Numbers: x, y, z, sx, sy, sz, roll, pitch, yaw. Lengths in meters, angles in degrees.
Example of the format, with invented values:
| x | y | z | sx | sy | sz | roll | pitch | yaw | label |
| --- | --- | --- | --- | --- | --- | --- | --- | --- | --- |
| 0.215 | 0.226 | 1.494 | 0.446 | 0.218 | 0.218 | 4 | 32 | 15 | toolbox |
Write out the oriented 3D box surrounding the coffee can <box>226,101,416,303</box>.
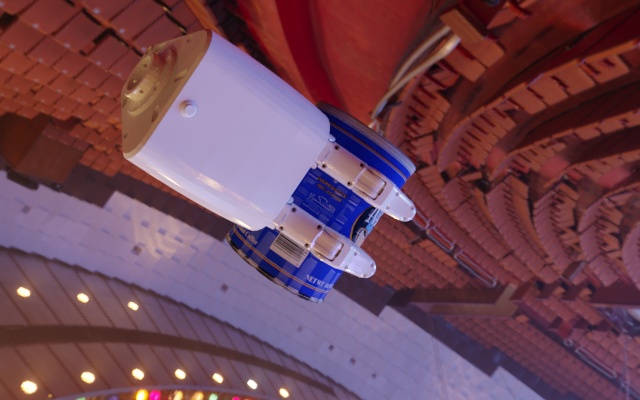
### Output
| x | y | z | sx | sy | sz | roll | pitch | yaw | label |
| --- | --- | --- | --- | --- | --- | --- | --- | --- | --- |
| 0.000 | 0.001 | 0.415 | 0.103 | 0.140 | 0.103 | 34 | 2 | -1 | coffee can |
